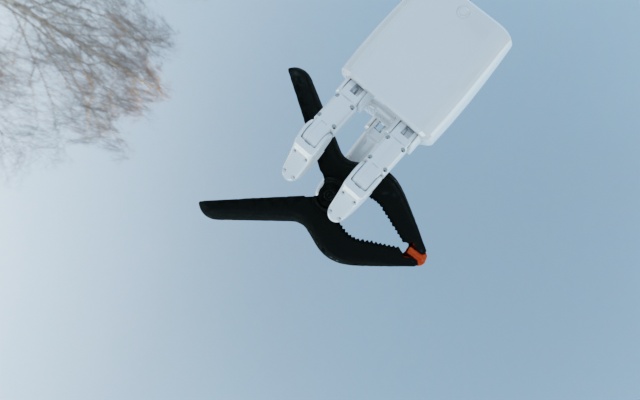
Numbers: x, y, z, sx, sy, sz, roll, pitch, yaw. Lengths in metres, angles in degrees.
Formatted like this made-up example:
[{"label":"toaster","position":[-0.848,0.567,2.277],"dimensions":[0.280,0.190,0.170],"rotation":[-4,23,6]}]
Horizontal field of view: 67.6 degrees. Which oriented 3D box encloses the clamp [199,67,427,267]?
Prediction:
[{"label":"clamp","position":[0.001,0.002,0.440],"dimensions":[0.210,0.164,0.036],"rotation":[42,5,8]}]
